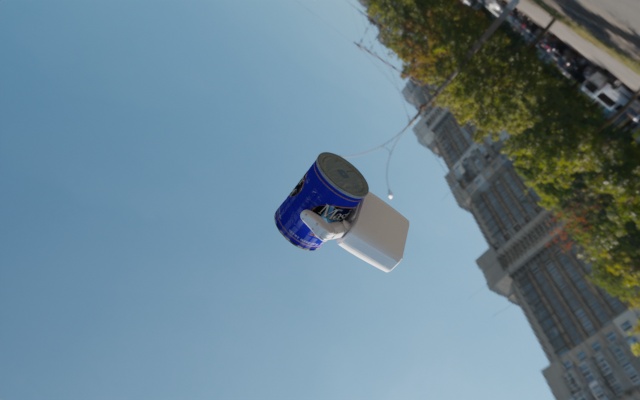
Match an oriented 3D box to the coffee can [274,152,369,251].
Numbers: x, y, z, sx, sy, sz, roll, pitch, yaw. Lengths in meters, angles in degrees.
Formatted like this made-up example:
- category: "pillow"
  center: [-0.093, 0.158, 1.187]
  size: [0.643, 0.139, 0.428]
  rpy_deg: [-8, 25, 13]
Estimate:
- category: "coffee can"
  center: [0.000, 0.002, 0.816]
  size: [0.103, 0.102, 0.140]
  rpy_deg: [0, -43, -49]
